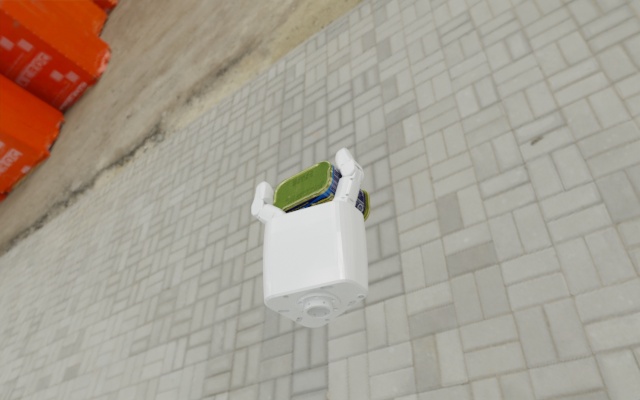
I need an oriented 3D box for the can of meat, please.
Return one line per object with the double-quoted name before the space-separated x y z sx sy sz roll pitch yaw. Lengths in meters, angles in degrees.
"can of meat" 0.000 0.002 0.627 0.102 0.057 0.084 -26 -45 30
